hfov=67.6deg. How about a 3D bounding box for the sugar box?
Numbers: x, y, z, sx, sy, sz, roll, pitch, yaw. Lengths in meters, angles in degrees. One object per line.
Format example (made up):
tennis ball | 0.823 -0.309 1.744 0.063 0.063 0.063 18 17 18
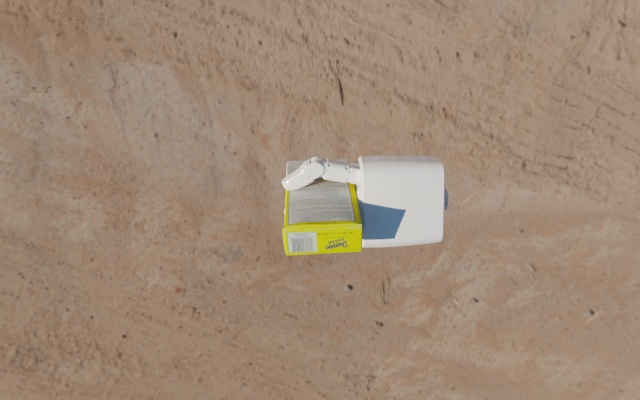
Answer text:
sugar box | 0.000 0.003 0.626 0.093 0.048 0.176 -2 28 0
